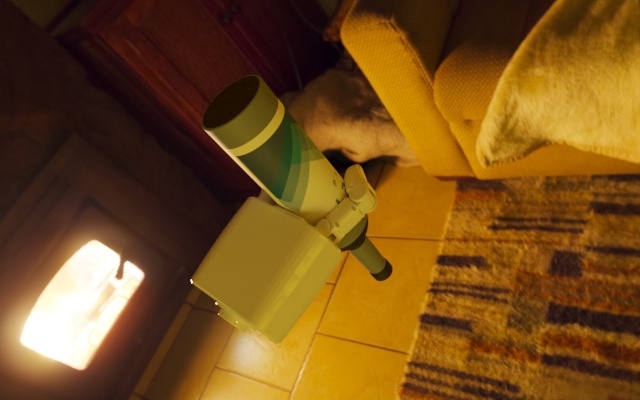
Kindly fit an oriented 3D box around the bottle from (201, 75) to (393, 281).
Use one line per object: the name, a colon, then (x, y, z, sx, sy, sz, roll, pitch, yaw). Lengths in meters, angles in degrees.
bottle: (0.000, 0.001, 0.500, 0.069, 0.069, 0.296, 0, -36, 40)
